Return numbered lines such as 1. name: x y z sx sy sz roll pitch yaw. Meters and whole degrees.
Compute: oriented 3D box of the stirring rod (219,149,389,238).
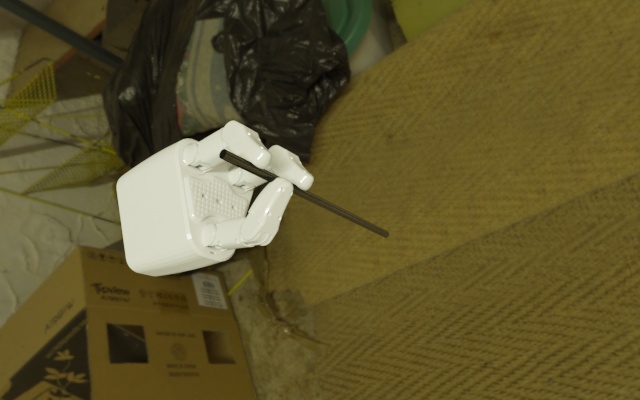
1. stirring rod: 0.000 0.002 0.447 0.011 0.011 0.239 0 -18 40
